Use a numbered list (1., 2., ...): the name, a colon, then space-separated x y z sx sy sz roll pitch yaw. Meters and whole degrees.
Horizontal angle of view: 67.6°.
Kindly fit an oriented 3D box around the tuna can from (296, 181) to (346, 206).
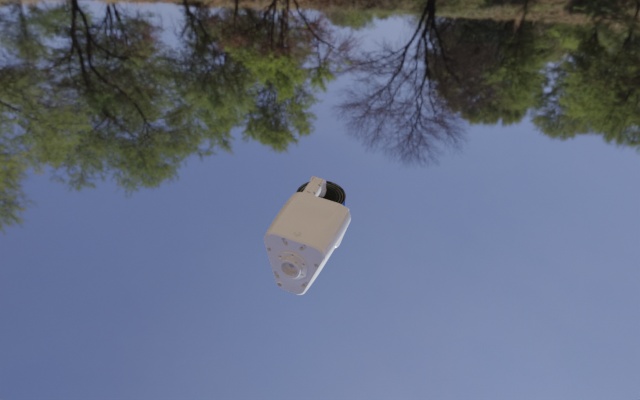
1. tuna can: 0.000 0.003 0.829 0.086 0.034 0.086 2 38 -1
